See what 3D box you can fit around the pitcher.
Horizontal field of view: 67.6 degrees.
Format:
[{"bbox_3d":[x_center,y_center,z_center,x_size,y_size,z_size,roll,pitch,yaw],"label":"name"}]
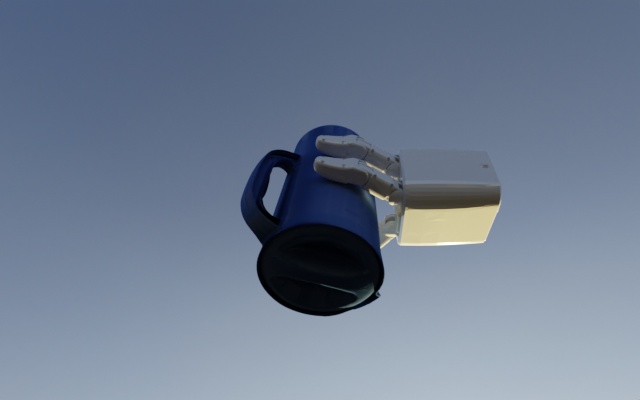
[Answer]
[{"bbox_3d":[0.000,0.002,0.579,0.145,0.149,0.242,-2,36,6],"label":"pitcher"}]
